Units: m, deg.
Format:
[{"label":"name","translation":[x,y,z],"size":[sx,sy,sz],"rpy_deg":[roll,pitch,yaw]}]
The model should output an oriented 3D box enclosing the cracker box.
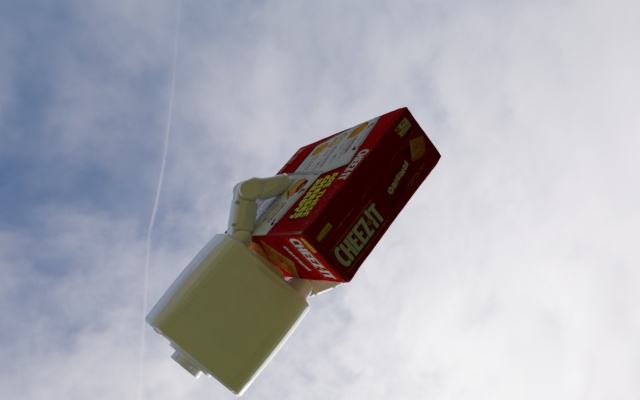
[{"label":"cracker box","translation":[0.000,0.002,0.506],"size":[0.072,0.164,0.214],"rpy_deg":[47,-25,-18]}]
